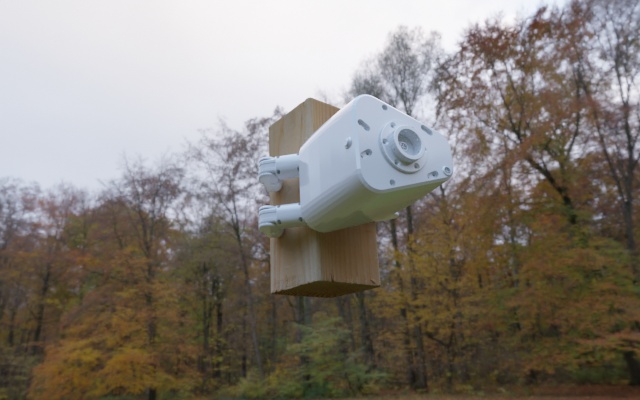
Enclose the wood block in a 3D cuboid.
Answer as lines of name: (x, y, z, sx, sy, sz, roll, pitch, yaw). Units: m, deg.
wood block: (0.001, 0.002, 0.553, 0.091, 0.206, 0.090, 13, -25, -36)
